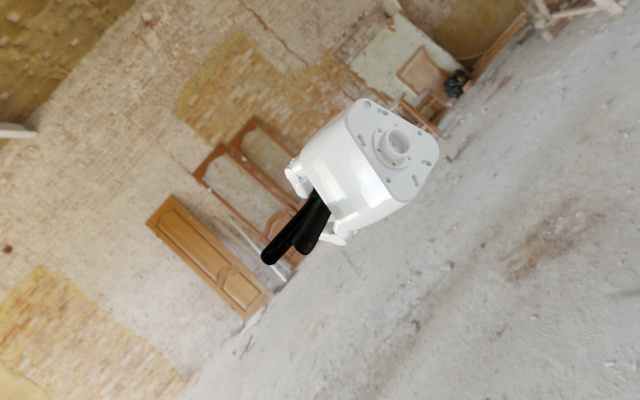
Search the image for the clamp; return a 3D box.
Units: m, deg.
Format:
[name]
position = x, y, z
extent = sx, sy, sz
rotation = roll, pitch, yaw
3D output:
[clamp]
position = 0.000, 0.001, 0.626
extent = 0.036, 0.210, 0.164
rotation = 42, -29, -9
